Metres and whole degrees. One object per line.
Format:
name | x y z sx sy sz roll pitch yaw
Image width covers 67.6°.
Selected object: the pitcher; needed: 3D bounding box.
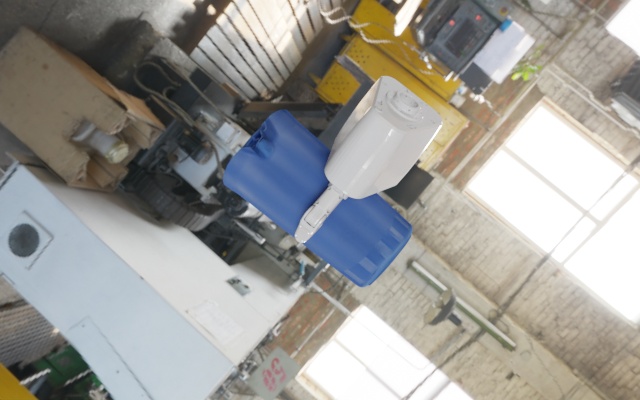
pitcher | 0.000 0.002 0.653 0.149 0.243 0.145 -42 -9 -51
